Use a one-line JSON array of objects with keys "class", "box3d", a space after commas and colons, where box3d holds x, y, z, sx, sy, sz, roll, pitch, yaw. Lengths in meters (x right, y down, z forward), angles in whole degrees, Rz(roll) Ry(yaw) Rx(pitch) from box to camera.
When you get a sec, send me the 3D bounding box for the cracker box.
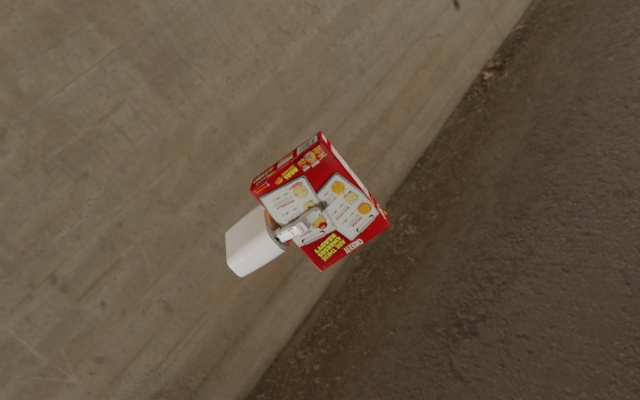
[{"class": "cracker box", "box3d": [0.000, 0.003, 0.887, 0.164, 0.214, 0.072, -35, 21, 14]}]
